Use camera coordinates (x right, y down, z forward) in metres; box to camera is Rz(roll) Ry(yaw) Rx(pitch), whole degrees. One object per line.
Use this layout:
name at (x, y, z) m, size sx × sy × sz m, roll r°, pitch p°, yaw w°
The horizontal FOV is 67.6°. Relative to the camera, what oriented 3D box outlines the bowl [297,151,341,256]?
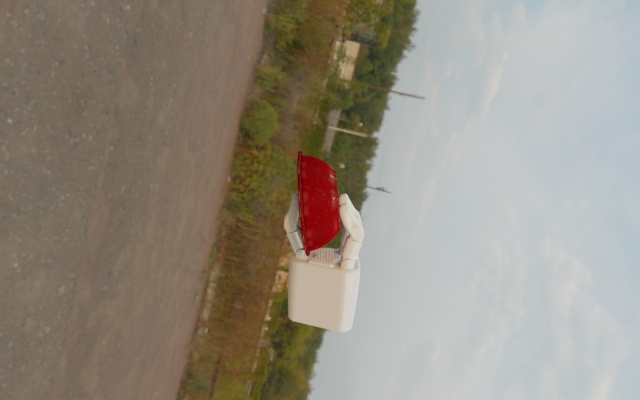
bowl at (0.000, 0.001, 0.725) m, size 0.055 × 0.162 × 0.162 m, roll -5°, pitch 0°, yaw 2°
